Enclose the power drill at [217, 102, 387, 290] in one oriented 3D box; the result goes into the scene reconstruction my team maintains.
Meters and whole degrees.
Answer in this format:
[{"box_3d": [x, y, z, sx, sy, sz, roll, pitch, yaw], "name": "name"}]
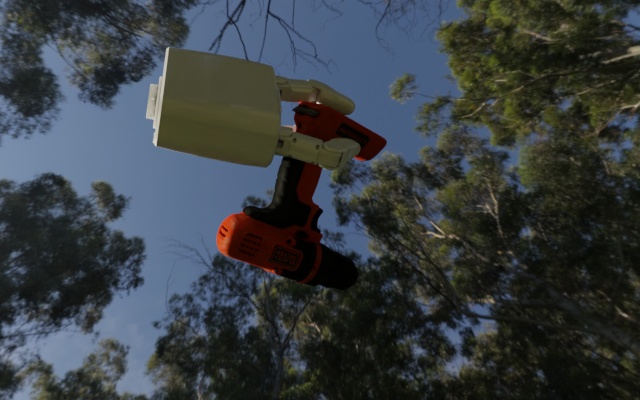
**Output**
[{"box_3d": [0.000, 0.001, 0.527, 0.184, 0.187, 0.057, 24, 0, -36], "name": "power drill"}]
